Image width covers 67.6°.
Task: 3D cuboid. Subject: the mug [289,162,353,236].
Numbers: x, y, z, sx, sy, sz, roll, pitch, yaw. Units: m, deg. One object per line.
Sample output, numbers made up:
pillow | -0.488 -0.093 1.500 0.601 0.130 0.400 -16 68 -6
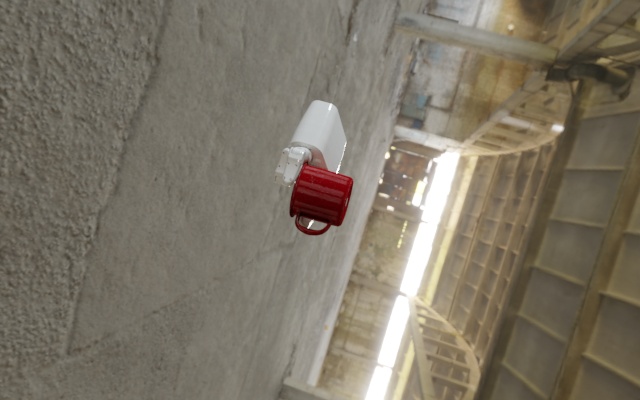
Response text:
mug | 0.000 0.004 0.749 0.081 0.117 0.093 16 -31 8
